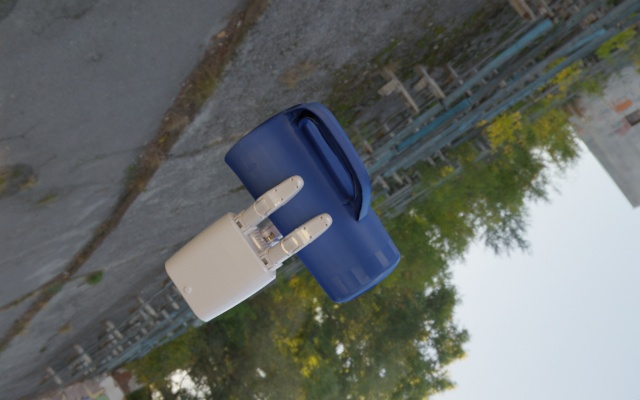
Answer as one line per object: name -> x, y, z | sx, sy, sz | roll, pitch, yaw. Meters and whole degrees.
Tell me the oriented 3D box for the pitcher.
pitcher -> 0.000, 0.002, 0.613 | 0.145, 0.243, 0.149 | -35, -1, 3
